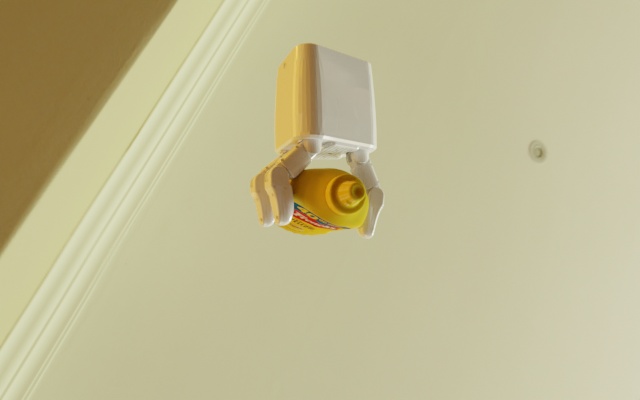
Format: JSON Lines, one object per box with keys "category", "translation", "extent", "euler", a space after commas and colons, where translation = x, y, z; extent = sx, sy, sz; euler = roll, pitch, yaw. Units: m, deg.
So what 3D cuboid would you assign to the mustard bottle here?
{"category": "mustard bottle", "translation": [0.000, 0.002, 0.541], "extent": [0.096, 0.058, 0.191], "euler": [27, -16, -17]}
